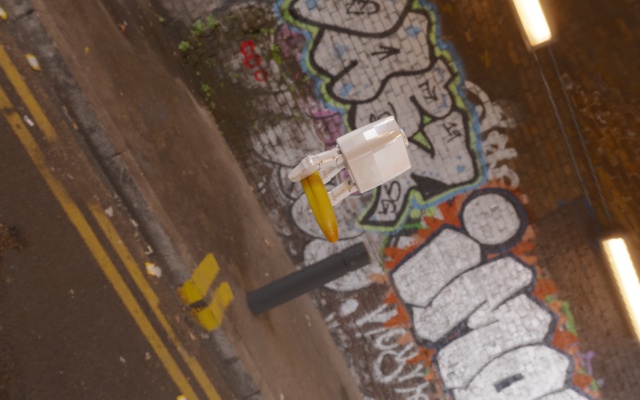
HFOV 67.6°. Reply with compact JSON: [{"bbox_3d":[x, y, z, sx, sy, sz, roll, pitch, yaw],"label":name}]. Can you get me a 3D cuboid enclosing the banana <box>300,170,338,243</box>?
[{"bbox_3d":[-0.007,-0.012,0.837,0.037,0.070,0.197,-24,41,1],"label":"banana"}]
